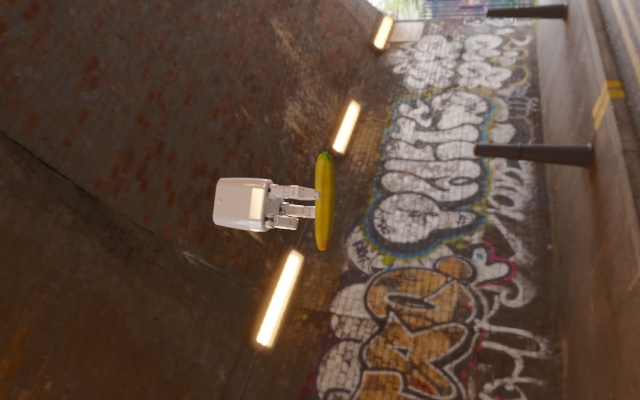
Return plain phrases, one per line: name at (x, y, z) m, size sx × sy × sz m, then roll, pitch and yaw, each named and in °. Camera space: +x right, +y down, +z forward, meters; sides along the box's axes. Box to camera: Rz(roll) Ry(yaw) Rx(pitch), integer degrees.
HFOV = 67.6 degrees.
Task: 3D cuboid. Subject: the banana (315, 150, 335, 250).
banana at (0.005, -0.006, 0.908) m, size 0.037 × 0.198 × 0.069 m, roll 5°, pitch 20°, yaw 15°
